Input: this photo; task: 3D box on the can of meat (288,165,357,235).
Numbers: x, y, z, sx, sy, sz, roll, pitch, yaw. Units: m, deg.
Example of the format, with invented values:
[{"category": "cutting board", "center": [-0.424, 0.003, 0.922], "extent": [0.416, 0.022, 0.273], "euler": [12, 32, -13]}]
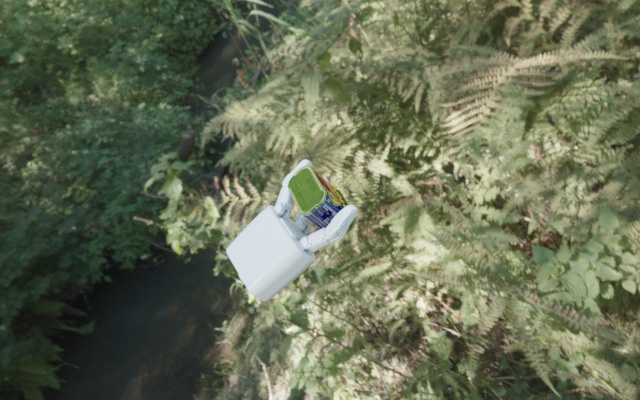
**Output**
[{"category": "can of meat", "center": [0.000, 0.002, 0.754], "extent": [0.084, 0.057, 0.102], "euler": [40, 14, -40]}]
